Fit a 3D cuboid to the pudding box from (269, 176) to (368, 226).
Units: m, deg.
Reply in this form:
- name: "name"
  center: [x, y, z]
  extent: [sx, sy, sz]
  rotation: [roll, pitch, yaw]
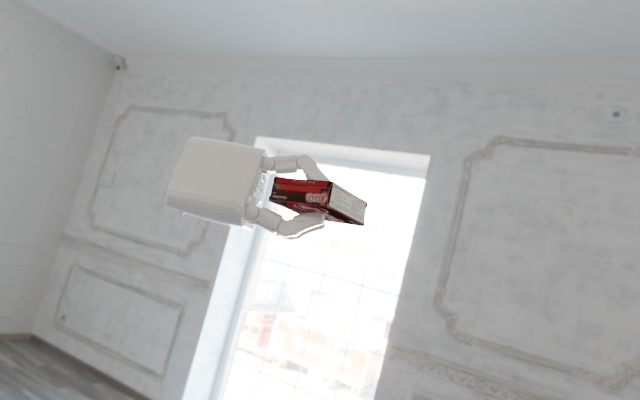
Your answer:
- name: "pudding box"
  center: [0.000, 0.002, 0.636]
  extent: [0.090, 0.039, 0.113]
  rotation: [7, -9, 31]
